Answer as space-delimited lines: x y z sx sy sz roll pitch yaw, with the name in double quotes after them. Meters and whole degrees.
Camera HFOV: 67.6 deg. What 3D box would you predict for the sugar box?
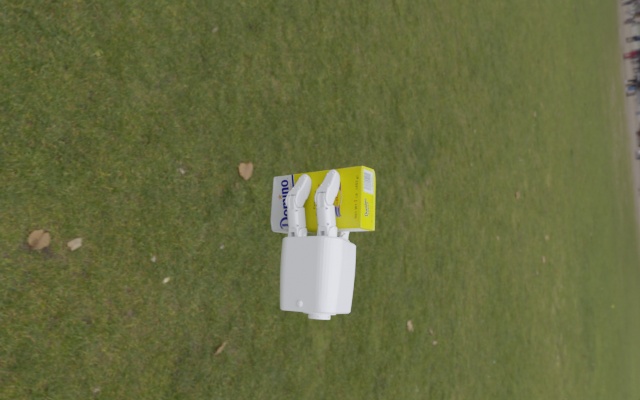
0.000 0.002 0.742 0.176 0.093 0.048 -5 -12 35 "sugar box"
